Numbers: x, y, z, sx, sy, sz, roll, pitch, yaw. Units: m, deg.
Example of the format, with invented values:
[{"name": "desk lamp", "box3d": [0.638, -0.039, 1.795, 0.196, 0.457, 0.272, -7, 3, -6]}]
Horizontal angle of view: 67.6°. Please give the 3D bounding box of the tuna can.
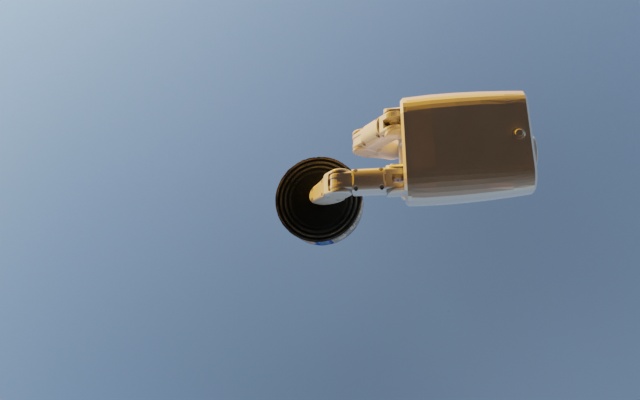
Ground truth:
[{"name": "tuna can", "box3d": [0.000, 0.002, 0.481, 0.086, 0.086, 0.034, 0, -13, 9]}]
